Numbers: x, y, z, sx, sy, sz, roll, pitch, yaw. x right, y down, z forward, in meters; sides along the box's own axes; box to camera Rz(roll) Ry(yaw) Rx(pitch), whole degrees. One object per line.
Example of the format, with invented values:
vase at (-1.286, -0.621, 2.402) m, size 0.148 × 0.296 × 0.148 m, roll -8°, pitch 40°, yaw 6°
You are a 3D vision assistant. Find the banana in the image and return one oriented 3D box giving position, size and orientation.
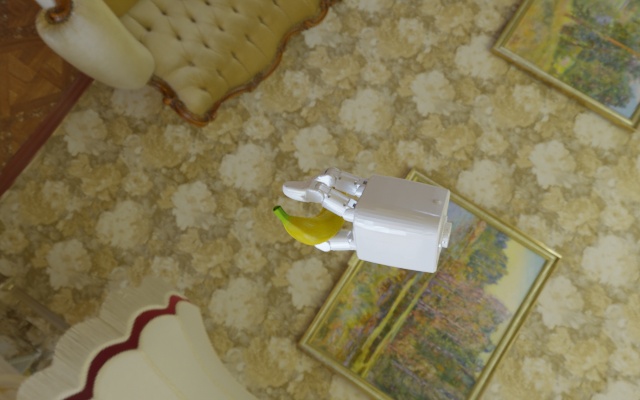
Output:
banana at (0.003, 0.021, 0.667) m, size 0.037 × 0.069 × 0.198 m, roll -13°, pitch 4°, yaw 26°
